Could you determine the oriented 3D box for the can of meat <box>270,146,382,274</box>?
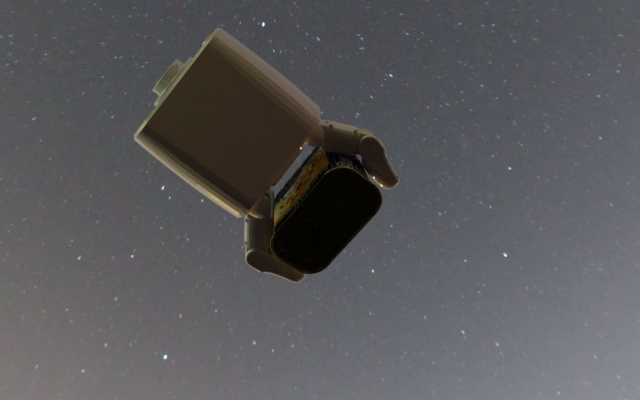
[{"bbox_3d":[0.000,0.001,0.433,0.057,0.102,0.084,34,17,-20],"label":"can of meat"}]
